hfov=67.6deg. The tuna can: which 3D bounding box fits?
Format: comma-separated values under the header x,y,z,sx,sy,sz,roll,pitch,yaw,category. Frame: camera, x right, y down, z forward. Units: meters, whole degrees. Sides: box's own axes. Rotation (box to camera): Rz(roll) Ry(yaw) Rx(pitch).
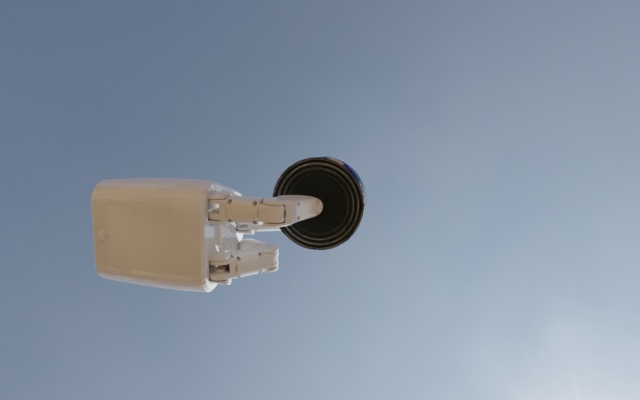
x,y,z,sx,sy,sz,roll,pitch,yaw,category
0.000,0.001,0.450,0.086,0.086,0.033,0,8,12,tuna can
